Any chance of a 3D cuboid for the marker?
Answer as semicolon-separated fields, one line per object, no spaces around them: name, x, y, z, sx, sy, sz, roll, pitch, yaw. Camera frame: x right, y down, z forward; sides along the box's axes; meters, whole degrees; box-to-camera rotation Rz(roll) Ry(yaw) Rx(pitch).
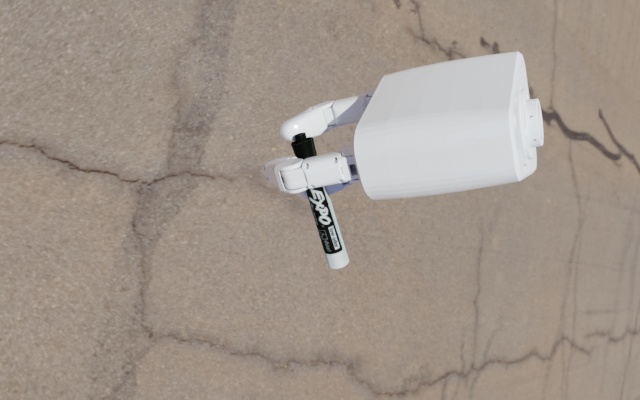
marker;0.000;0.001;0.402;0.020;0.121;0.020;-15;19;5
